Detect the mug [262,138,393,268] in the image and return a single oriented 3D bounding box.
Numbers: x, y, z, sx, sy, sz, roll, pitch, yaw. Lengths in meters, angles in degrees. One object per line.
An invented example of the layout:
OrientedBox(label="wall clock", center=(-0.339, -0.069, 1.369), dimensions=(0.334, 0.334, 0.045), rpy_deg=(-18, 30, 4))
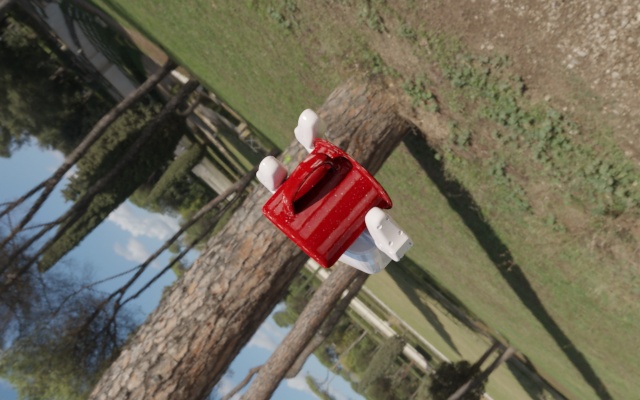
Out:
OrientedBox(label="mug", center=(0.000, 0.001, 0.414), dimensions=(0.093, 0.081, 0.117), rpy_deg=(38, -8, 24))
